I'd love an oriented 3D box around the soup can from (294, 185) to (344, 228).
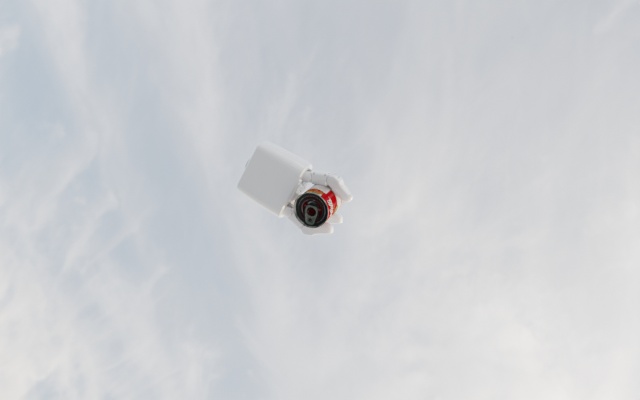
[{"bbox_3d":[0.001,0.003,0.898,0.068,0.068,0.102,0,18,22],"label":"soup can"}]
